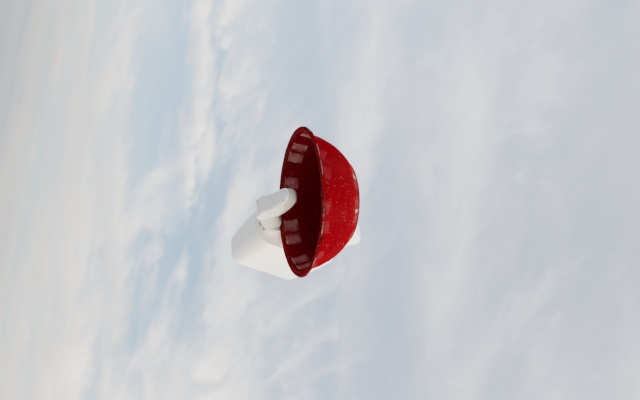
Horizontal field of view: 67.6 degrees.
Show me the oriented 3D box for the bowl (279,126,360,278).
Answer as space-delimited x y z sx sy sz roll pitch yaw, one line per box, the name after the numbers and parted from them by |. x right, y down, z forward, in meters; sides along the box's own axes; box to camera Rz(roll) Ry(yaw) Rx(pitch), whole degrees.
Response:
0.001 0.002 0.520 0.055 0.162 0.162 1 0 -19 | bowl
